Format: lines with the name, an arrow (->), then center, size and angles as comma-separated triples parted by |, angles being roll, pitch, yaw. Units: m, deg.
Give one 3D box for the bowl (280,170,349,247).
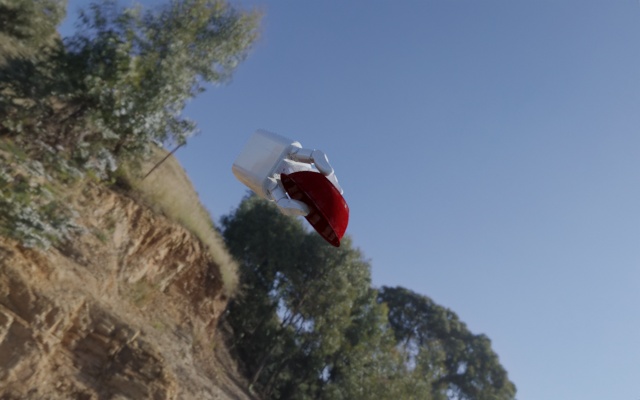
bowl -> 0.001, 0.003, 0.828 | 0.055, 0.162, 0.162 | -38, 9, -11
